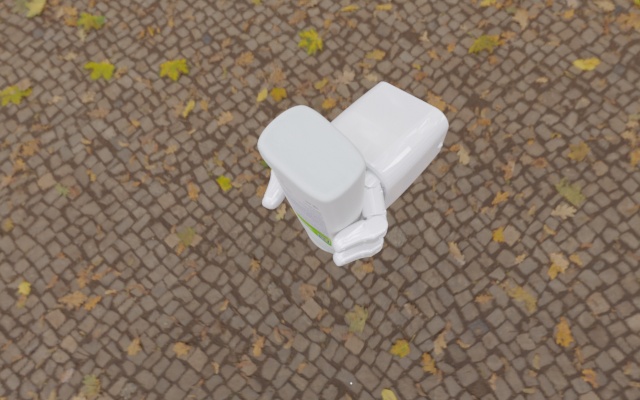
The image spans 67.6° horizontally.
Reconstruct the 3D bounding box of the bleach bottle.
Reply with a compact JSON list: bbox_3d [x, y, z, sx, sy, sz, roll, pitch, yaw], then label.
[{"bbox_3d":[0.000,0.002,0.539,0.102,0.068,0.251,43,-13,17],"label":"bleach bottle"}]
